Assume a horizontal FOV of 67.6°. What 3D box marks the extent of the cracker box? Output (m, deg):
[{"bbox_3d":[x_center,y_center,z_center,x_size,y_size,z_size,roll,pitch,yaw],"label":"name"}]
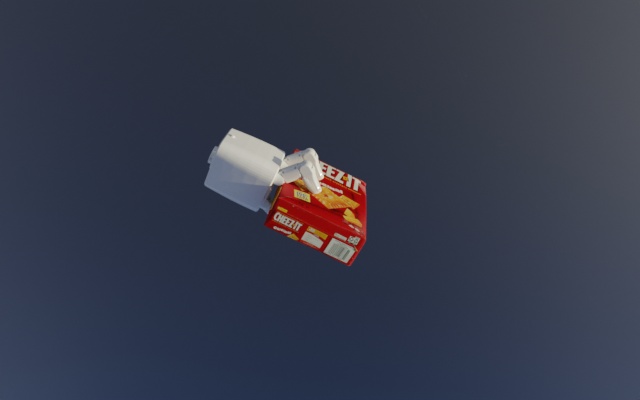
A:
[{"bbox_3d":[0.000,0.003,0.869,0.164,0.072,0.213,26,28,-9],"label":"cracker box"}]
